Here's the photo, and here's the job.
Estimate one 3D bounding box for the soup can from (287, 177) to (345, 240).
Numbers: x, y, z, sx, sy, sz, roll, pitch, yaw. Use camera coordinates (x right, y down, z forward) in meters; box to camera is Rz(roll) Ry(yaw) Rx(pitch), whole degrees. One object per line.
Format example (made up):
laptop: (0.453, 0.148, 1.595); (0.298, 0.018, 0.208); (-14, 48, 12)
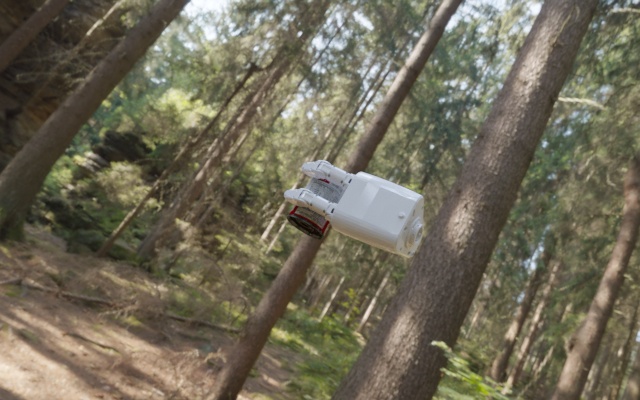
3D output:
soup can: (0.000, 0.002, 0.773); (0.068, 0.102, 0.068); (28, -17, 10)
